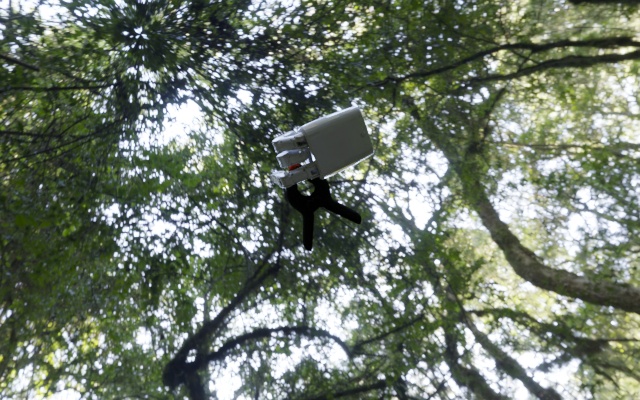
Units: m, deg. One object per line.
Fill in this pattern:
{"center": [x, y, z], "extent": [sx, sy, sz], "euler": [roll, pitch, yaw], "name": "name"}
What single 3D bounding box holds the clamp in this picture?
{"center": [0.000, 0.003, 0.873], "extent": [0.120, 0.171, 0.039], "euler": [-24, 25, -5], "name": "clamp"}
